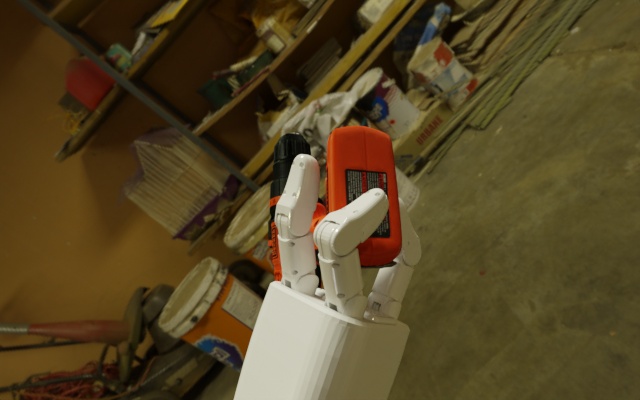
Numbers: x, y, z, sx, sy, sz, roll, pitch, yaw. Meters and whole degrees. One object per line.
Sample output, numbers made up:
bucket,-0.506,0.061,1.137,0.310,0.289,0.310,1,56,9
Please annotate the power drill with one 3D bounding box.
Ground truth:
power drill,0.000,0.002,0.432,0.057,0.184,0.188,0,-14,-21
